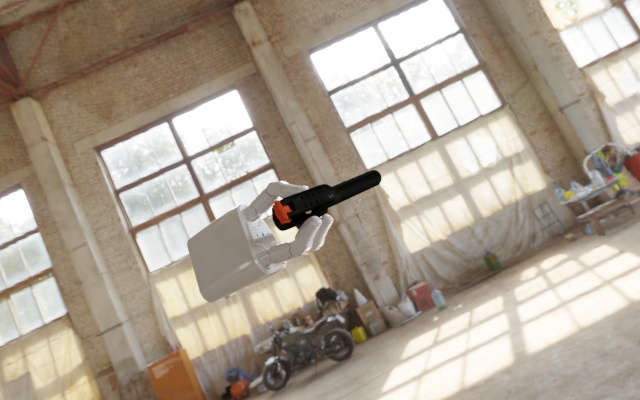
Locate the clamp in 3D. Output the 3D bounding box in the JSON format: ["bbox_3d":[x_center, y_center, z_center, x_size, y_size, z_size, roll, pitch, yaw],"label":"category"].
[{"bbox_3d":[-0.001,0.002,0.675,0.164,0.036,0.210,-33,-10,16],"label":"clamp"}]
